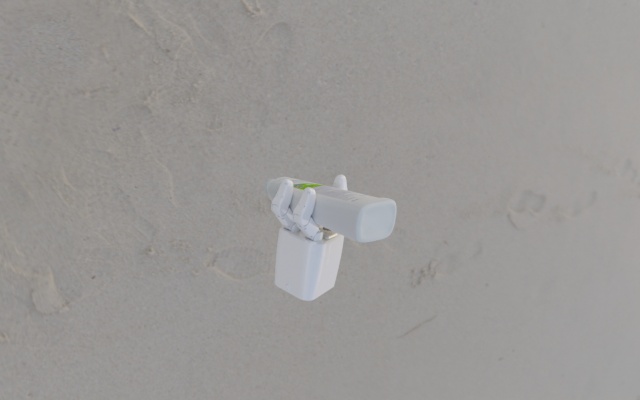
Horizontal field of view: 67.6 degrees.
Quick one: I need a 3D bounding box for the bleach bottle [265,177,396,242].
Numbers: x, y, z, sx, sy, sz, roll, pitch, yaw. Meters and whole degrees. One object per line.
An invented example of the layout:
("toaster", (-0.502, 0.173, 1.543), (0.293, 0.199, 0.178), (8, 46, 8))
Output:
("bleach bottle", (0.000, 0.003, 0.823), (0.250, 0.068, 0.102), (19, 18, 42))
